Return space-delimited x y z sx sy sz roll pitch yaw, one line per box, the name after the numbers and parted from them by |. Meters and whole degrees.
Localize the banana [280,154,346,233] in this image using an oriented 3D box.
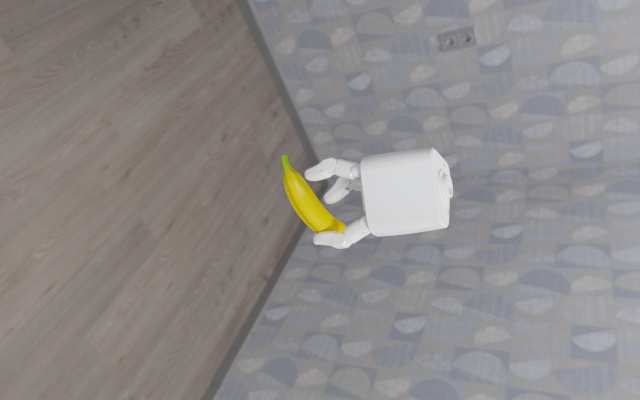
-0.004 0.015 0.742 0.037 0.069 0.198 -12 -45 27 | banana
